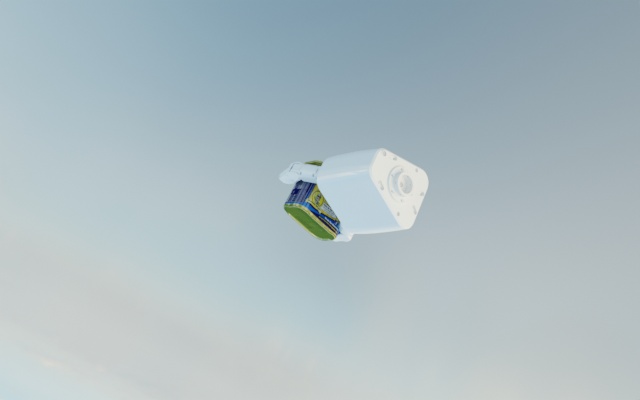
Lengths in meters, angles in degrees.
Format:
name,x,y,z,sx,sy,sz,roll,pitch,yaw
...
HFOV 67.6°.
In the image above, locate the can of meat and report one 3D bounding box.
name,x,y,z,sx,sy,sz,roll,pitch,yaw
can of meat,0.000,0.003,0.741,0.057,0.084,0.102,-4,-38,49
